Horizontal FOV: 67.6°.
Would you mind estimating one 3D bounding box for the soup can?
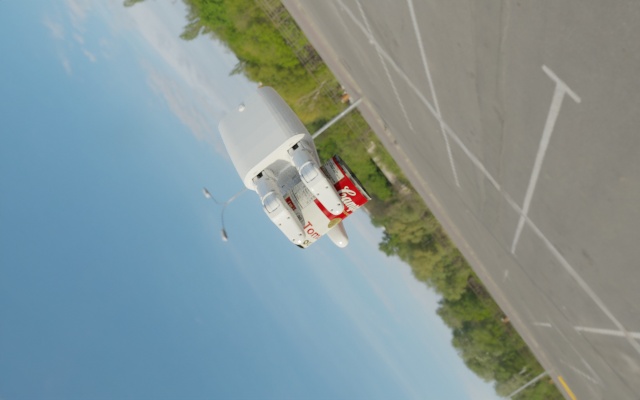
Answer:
[{"bbox_3d":[0.000,0.002,0.572,0.102,0.068,0.068,-38,-6,8],"label":"soup can"}]
